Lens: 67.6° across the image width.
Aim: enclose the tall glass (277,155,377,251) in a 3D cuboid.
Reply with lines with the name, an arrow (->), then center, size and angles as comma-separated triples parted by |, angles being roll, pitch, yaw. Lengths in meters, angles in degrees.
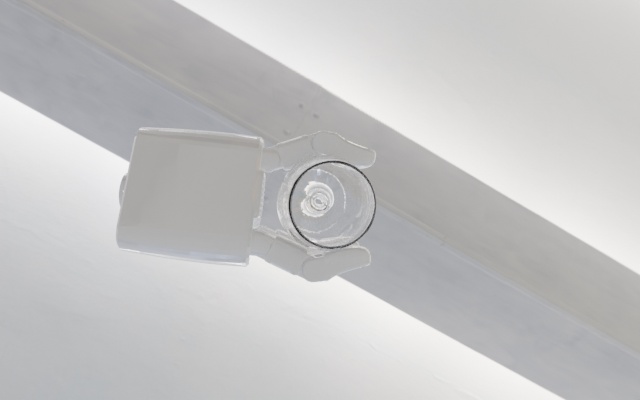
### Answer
tall glass -> 0.000, 0.001, 0.428 | 0.079, 0.079, 0.201 | 0, 1, -5
